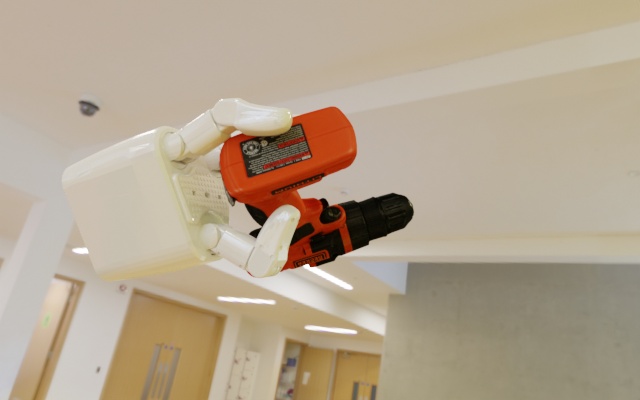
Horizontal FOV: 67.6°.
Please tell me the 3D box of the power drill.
[{"bbox_3d":[0.000,0.001,0.433,0.184,0.057,0.188,-19,-31,-3],"label":"power drill"}]
